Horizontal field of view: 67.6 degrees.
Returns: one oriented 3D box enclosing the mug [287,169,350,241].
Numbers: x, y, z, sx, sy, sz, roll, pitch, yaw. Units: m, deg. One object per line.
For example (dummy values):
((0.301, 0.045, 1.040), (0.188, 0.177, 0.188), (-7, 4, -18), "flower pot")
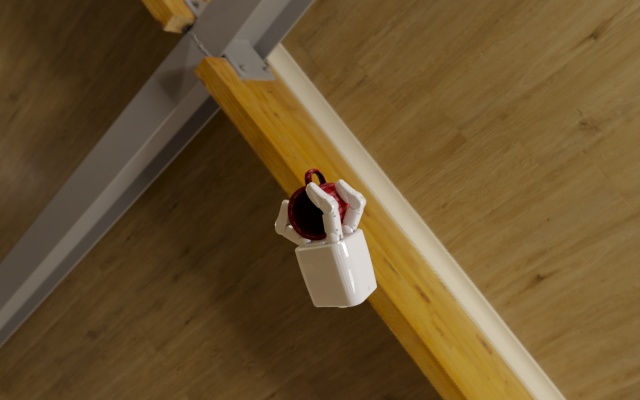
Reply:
((0.000, 0.001, 0.818), (0.093, 0.117, 0.081), (-14, 4, 29), "mug")
